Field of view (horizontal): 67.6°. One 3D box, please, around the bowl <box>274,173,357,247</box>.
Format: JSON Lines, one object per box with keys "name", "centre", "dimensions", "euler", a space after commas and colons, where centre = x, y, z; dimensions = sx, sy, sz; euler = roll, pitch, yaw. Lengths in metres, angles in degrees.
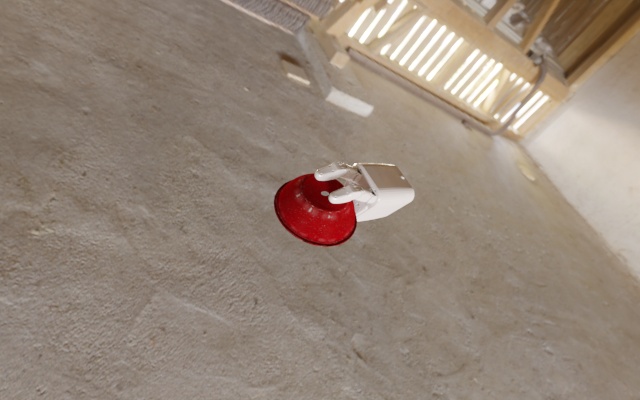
{"name": "bowl", "centre": [-0.001, 0.003, 0.859], "dimensions": [0.162, 0.162, 0.055], "euler": [0, -40, -25]}
